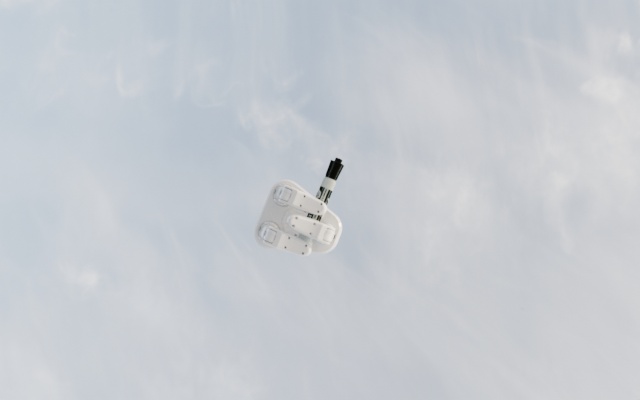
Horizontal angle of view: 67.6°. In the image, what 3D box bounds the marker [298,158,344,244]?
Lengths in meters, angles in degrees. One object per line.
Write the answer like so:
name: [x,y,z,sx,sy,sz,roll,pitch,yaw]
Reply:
marker: [0.000,0.002,0.609,0.020,0.121,0.020,23,-2,1]
